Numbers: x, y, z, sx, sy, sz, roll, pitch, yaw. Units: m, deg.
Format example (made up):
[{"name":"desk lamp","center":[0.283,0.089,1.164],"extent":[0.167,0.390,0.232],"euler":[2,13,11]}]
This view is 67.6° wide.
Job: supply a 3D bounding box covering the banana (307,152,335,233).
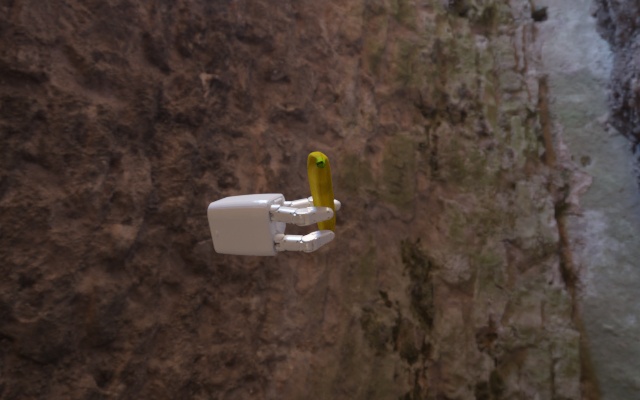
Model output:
[{"name":"banana","center":[0.001,-0.014,0.782],"extent":[0.037,0.069,0.198],"euler":[-2,-40,7]}]
